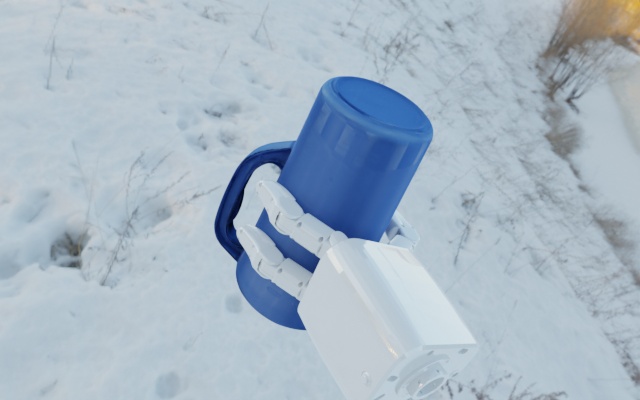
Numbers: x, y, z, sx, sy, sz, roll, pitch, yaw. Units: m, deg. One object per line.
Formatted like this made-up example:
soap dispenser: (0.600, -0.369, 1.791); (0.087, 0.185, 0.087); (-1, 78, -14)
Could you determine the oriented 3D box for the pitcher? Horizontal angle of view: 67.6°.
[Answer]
pitcher: (0.000, 0.002, 0.479); (0.149, 0.243, 0.145); (-1, 41, -35)
